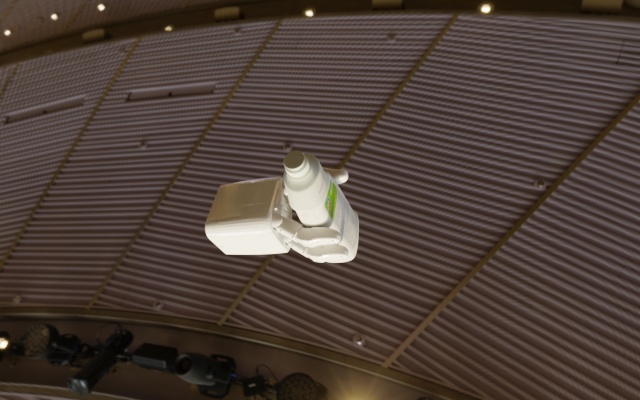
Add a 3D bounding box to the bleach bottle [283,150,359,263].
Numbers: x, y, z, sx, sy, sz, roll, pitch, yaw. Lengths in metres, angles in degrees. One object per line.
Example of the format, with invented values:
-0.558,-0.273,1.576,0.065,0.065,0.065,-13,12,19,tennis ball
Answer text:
0.000,0.002,0.706,0.068,0.102,0.251,-5,-31,14,bleach bottle
